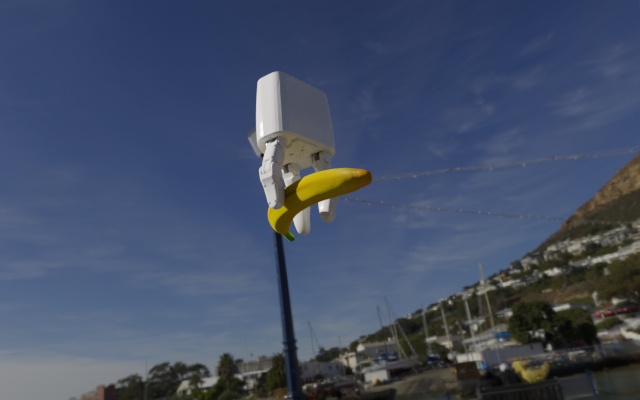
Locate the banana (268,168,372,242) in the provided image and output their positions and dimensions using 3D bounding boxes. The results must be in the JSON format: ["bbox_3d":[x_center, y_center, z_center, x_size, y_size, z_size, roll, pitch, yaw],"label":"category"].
[{"bbox_3d":[-0.017,-0.001,0.624,0.069,0.037,0.198,15,-32,-30],"label":"banana"}]
